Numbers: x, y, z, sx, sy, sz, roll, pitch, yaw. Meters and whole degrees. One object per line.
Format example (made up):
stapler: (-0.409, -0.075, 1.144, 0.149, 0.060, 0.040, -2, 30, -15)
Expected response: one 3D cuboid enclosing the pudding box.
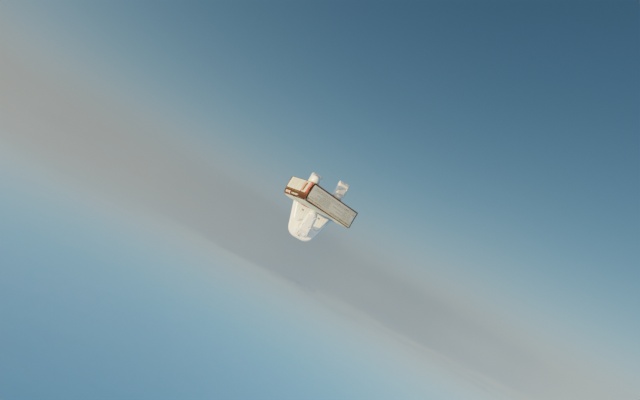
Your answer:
pudding box: (0.000, 0.003, 0.872, 0.113, 0.039, 0.090, 32, -7, -31)
